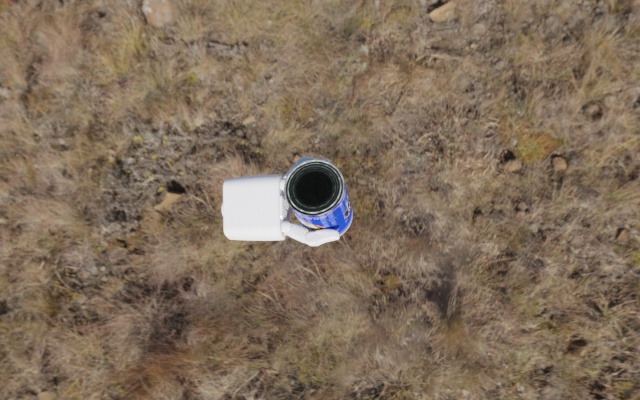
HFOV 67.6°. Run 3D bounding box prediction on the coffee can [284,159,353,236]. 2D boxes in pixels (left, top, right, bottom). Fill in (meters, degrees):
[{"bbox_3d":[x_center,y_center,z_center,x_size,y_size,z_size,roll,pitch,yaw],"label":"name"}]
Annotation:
[{"bbox_3d":[0.000,0.003,0.852,0.103,0.102,0.140,0,-21,10],"label":"coffee can"}]
